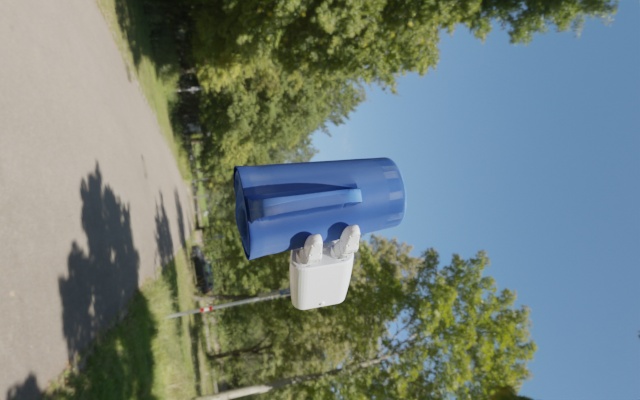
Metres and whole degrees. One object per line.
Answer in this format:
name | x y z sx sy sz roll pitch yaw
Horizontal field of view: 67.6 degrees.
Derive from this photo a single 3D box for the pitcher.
pitcher | 0.000 0.002 0.690 0.243 0.145 0.149 -8 42 -15
